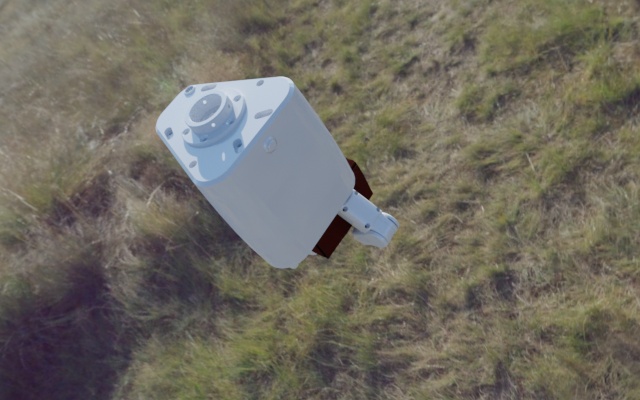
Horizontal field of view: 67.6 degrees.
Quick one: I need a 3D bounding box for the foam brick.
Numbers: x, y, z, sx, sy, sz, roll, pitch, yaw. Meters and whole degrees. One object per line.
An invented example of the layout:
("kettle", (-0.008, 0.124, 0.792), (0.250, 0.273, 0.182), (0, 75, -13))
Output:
("foam brick", (0.000, 0.001, 0.425), (0.053, 0.078, 0.051), (22, -21, 37))
